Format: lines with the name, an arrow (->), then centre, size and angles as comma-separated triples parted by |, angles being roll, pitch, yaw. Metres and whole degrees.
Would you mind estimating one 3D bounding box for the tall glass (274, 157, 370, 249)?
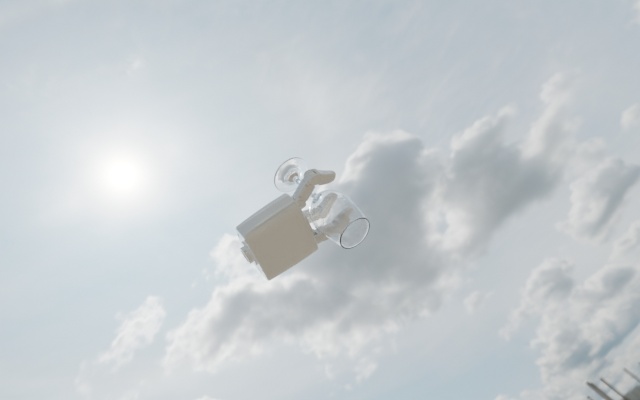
tall glass -> 0.000, 0.002, 0.840 | 0.079, 0.079, 0.201 | 0, 31, -42
